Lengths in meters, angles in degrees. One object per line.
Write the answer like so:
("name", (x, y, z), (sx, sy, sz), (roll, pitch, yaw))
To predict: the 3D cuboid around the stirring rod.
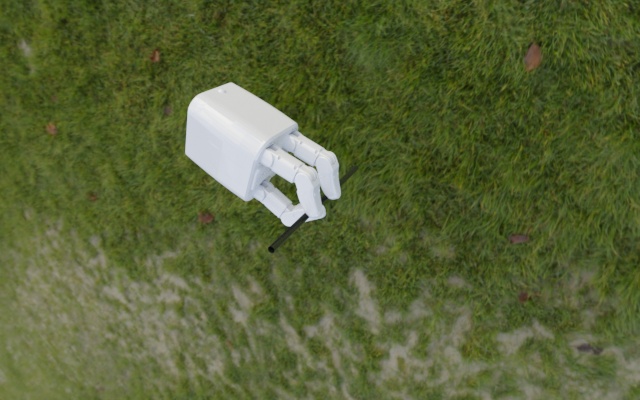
("stirring rod", (0.000, 0.002, 0.592), (0.011, 0.011, 0.239), (0, 24, 28))
